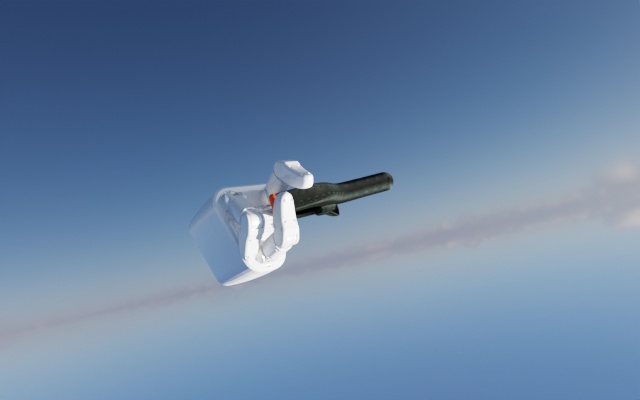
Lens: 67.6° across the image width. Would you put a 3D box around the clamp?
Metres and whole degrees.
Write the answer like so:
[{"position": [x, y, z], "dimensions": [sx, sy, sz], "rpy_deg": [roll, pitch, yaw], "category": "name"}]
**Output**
[{"position": [0.000, 0.003, 0.615], "dimensions": [0.171, 0.039, 0.120], "rpy_deg": [-7, -22, -36], "category": "clamp"}]
